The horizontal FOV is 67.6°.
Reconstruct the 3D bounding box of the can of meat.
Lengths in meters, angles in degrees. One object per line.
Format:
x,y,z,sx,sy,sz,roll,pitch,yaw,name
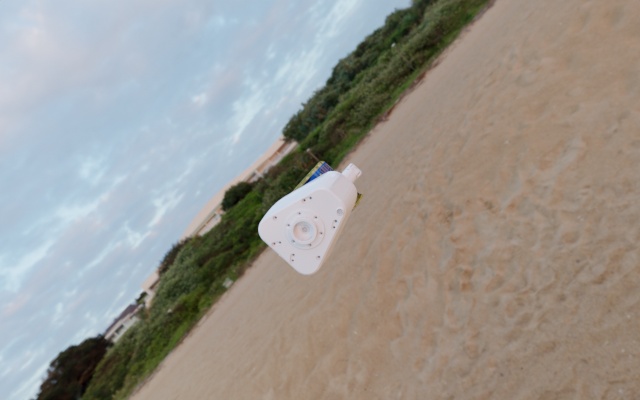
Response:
0.000,0.002,0.725,0.084,0.102,0.057,42,19,-2,can of meat
